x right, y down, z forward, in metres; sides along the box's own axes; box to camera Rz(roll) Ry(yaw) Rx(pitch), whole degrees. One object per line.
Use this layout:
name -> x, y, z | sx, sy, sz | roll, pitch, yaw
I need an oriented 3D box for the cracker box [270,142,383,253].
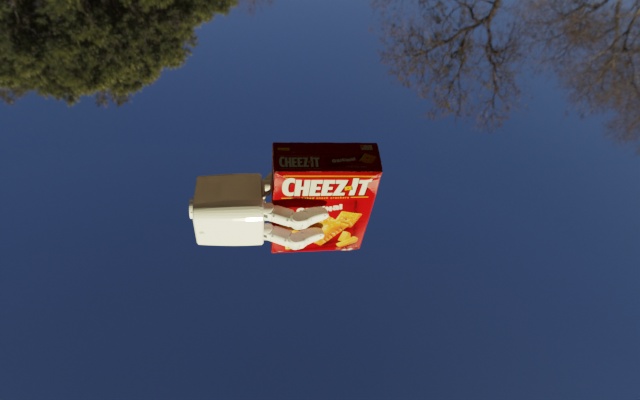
cracker box -> 0.000, 0.003, 0.790 | 0.164, 0.072, 0.214 | -1, -38, -8
